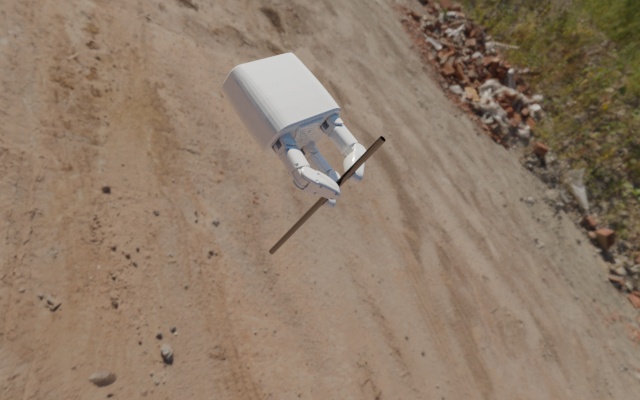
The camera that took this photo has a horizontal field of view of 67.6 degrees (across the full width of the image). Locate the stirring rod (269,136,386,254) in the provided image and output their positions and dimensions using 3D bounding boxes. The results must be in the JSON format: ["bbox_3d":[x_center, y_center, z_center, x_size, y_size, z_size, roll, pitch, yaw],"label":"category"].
[{"bbox_3d":[0.000,0.002,0.594,0.011,0.011,0.240,0,-35,-44],"label":"stirring rod"}]
